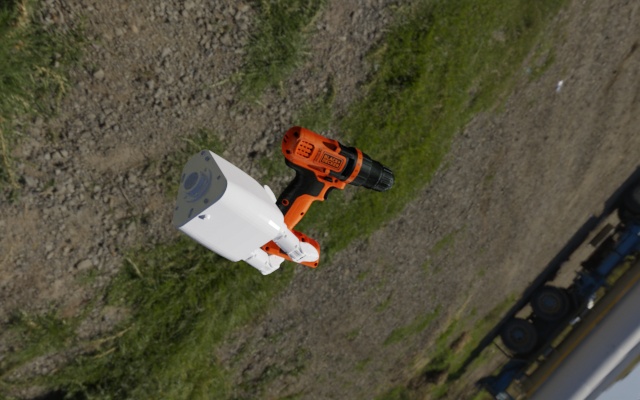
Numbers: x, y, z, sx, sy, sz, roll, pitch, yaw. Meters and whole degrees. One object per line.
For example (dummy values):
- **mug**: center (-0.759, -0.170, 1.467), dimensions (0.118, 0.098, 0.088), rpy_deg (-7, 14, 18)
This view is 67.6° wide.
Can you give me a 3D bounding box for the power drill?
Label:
- **power drill**: center (0.000, 0.003, 0.703), dimensions (0.184, 0.188, 0.057), rpy_deg (21, 14, -24)
